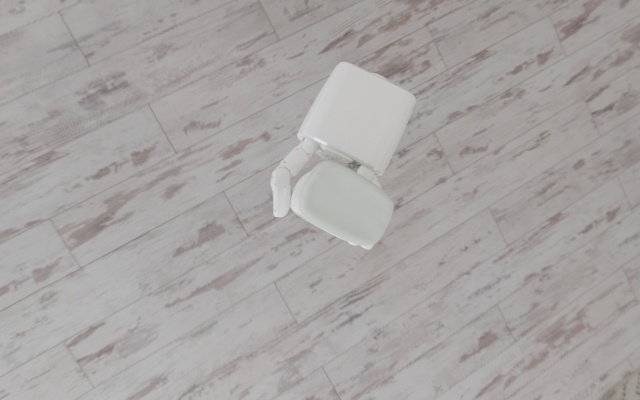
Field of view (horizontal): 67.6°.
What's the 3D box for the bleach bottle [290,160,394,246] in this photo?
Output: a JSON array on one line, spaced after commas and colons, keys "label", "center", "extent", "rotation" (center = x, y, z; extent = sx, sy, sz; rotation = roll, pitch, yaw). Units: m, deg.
[{"label": "bleach bottle", "center": [0.000, 0.002, 0.603], "extent": [0.102, 0.068, 0.251], "rotation": [29, -5, -13]}]
